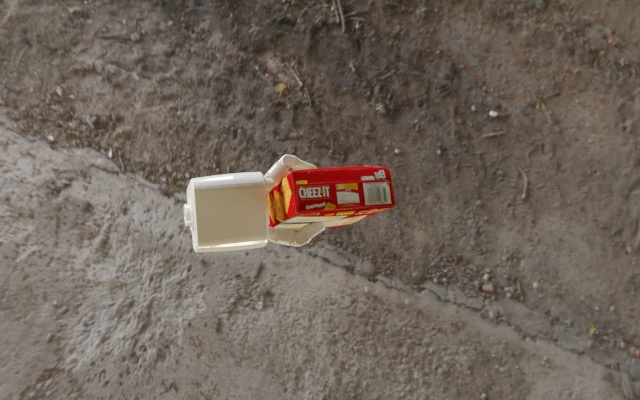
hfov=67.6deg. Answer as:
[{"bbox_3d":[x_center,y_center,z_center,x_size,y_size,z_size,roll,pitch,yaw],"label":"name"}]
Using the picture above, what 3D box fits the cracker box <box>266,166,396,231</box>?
[{"bbox_3d":[0.000,0.003,0.797,0.164,0.072,0.214,-4,-9,-21],"label":"cracker box"}]
